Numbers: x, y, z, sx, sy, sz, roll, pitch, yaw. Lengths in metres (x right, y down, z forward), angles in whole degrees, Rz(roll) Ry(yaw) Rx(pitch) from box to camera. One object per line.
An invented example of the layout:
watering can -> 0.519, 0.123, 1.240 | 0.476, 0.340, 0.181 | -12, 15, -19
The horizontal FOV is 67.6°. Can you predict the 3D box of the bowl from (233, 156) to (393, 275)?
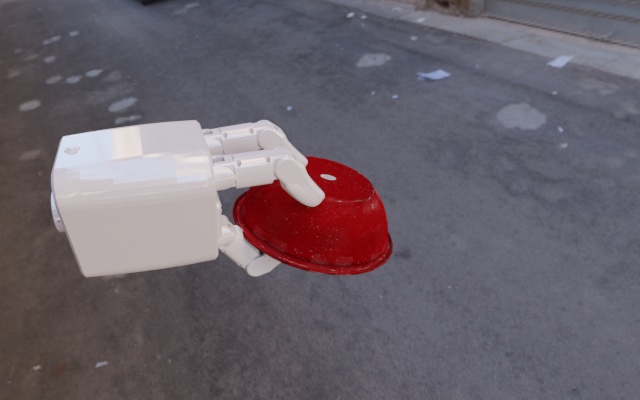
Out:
bowl -> 0.001, 0.001, 0.460 | 0.162, 0.055, 0.162 | 13, 26, -7
